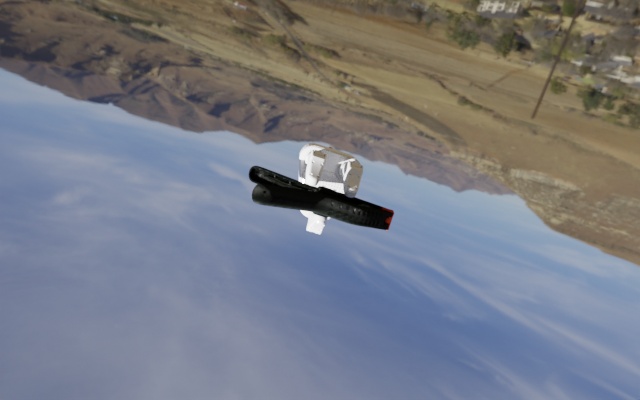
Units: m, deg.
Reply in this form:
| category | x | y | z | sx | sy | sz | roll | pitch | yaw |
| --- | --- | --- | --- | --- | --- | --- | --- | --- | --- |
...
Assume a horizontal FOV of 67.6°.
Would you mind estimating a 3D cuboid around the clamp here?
| category | x | y | z | sx | sy | sz | roll | pitch | yaw |
| --- | --- | --- | --- | --- | --- | --- | --- | --- | --- |
| clamp | 0.000 | 0.003 | 0.633 | 0.210 | 0.036 | 0.164 | 17 | 10 | -6 |
